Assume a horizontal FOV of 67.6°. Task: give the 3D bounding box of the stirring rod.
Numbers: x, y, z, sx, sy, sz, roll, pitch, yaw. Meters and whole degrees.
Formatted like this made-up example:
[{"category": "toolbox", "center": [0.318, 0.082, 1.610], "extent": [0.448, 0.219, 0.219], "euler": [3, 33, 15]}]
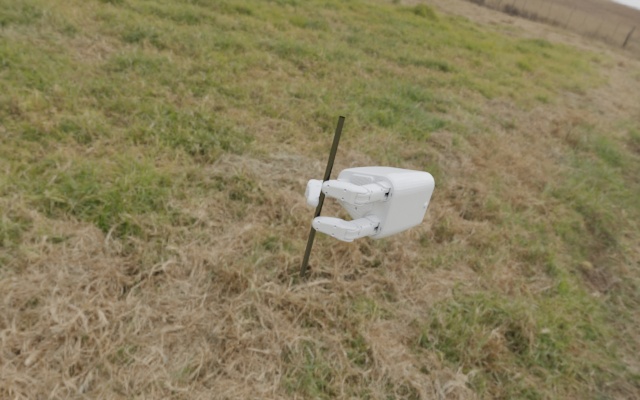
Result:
[{"category": "stirring rod", "center": [0.000, 0.002, 0.648], "extent": [0.011, 0.240, 0.011], "euler": [12, 23, -5]}]
